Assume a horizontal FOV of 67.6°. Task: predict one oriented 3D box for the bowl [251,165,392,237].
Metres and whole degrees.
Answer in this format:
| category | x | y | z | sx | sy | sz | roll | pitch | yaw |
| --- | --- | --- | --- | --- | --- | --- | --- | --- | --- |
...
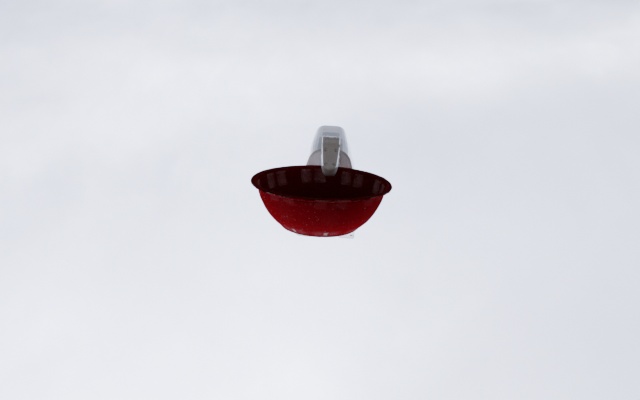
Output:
| category | x | y | z | sx | sy | sz | roll | pitch | yaw |
| --- | --- | --- | --- | --- | --- | --- | --- | --- | --- |
| bowl | 0.000 | 0.003 | 0.554 | 0.162 | 0.055 | 0.162 | 3 | 16 | -1 |
